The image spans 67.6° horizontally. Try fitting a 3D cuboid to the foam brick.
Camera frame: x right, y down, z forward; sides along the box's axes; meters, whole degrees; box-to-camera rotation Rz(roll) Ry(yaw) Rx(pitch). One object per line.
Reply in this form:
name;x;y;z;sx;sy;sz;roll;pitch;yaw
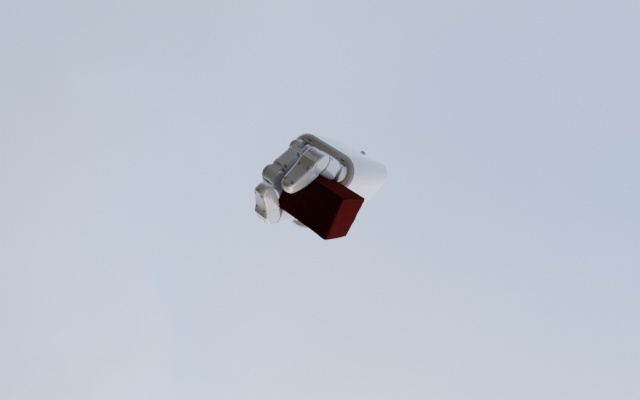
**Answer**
foam brick;0.000;0.002;0.543;0.078;0.053;0.051;35;17;28
